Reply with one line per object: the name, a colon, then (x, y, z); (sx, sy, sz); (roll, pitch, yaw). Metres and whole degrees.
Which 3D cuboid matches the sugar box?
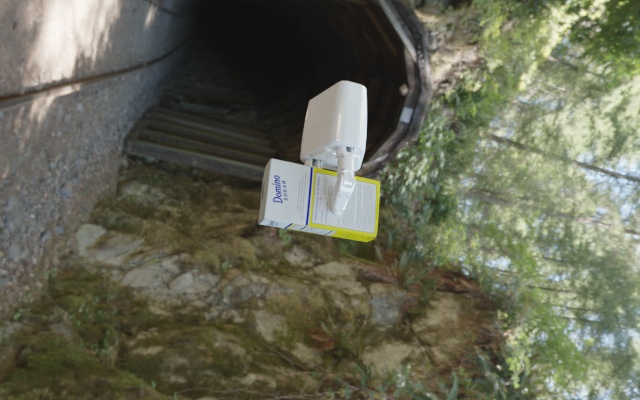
sugar box: (0.000, 0.002, 0.714); (0.176, 0.093, 0.048); (11, -19, -16)
